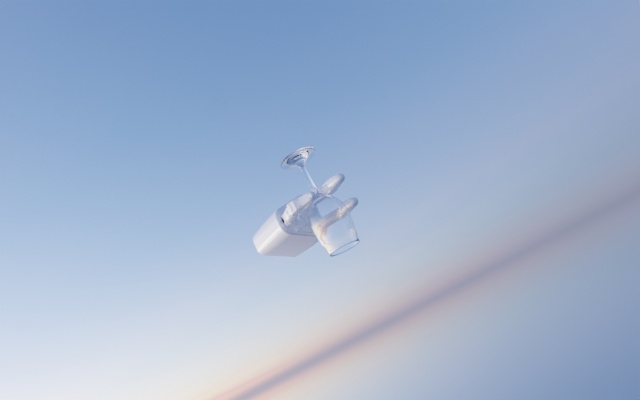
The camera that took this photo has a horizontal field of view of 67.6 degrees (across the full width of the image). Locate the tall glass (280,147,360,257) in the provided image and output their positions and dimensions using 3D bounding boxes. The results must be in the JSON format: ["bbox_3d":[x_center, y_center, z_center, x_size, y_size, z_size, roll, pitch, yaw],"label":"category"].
[{"bbox_3d":[0.000,0.002,0.895,0.079,0.201,0.079,-25,-17,-8],"label":"tall glass"}]
